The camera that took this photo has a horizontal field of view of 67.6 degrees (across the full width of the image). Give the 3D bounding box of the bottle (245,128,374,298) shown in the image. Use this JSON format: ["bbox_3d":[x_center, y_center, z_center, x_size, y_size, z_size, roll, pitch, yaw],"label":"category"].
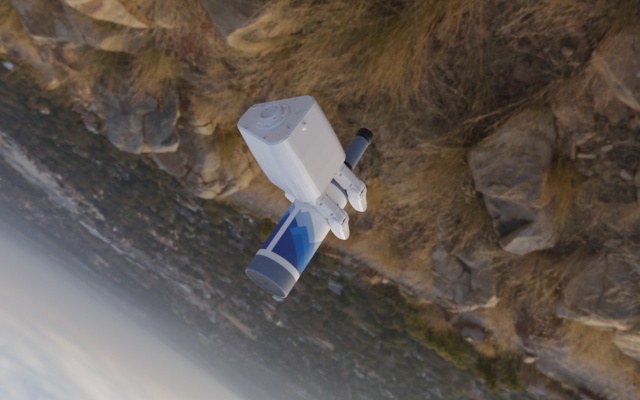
[{"bbox_3d":[0.000,0.003,0.706,0.069,0.295,0.069,27,-26,15],"label":"bottle"}]
